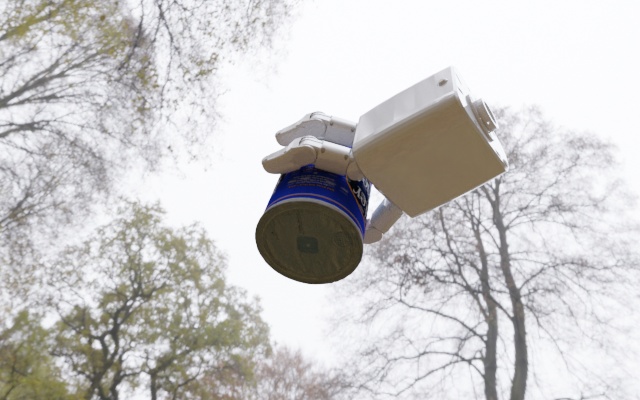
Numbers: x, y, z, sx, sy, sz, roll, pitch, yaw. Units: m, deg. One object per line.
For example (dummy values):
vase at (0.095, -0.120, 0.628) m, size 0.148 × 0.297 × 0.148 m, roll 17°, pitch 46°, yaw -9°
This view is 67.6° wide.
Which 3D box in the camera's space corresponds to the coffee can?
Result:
coffee can at (0.000, 0.002, 0.496) m, size 0.103 × 0.103 × 0.140 m, roll 0°, pitch 36°, yaw 12°
